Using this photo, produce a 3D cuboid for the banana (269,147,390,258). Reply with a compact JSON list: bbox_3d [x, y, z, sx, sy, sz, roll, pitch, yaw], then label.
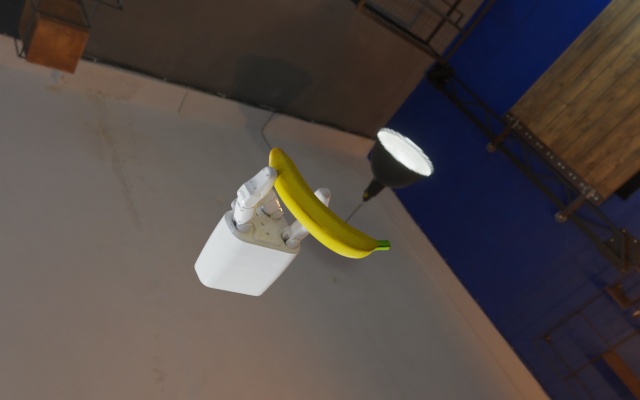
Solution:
[{"bbox_3d":[-0.005,0.009,0.589,0.198,0.037,0.069,43,28,10],"label":"banana"}]
